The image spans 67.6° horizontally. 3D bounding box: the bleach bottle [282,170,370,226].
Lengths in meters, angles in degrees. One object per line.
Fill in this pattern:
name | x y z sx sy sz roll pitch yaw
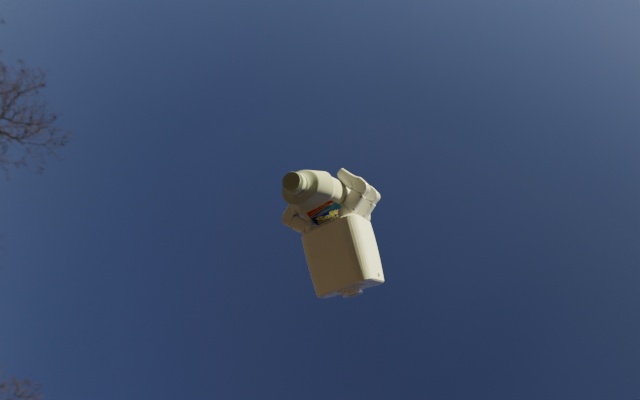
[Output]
bleach bottle | 0.000 0.003 0.789 0.102 0.068 0.251 -20 -20 18
